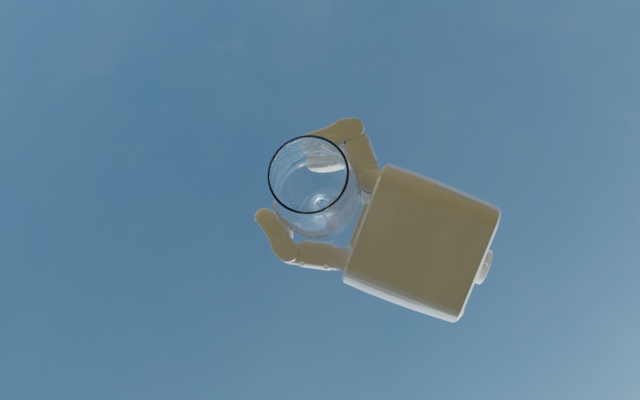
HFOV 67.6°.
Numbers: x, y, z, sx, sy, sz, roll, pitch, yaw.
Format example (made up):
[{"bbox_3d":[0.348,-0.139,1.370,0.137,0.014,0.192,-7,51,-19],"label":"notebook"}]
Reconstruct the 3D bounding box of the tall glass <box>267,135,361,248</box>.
[{"bbox_3d":[0.000,0.002,0.451,0.079,0.079,0.201,0,-12,6],"label":"tall glass"}]
